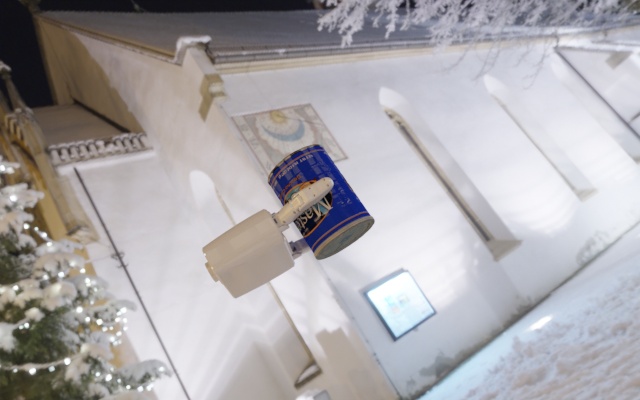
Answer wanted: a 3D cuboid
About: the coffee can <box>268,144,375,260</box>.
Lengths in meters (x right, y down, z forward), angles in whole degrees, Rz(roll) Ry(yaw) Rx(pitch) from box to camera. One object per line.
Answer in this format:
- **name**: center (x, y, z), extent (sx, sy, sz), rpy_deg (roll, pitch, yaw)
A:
- **coffee can**: center (0.000, 0.002, 0.712), extent (0.103, 0.140, 0.103), rpy_deg (-30, -18, -11)
